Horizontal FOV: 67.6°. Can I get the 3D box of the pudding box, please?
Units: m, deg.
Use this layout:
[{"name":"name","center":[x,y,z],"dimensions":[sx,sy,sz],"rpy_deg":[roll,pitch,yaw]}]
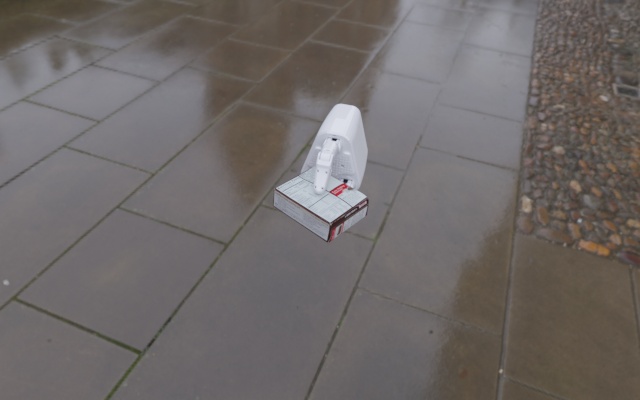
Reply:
[{"name":"pudding box","center":[0.000,0.002,0.697],"dimensions":[0.113,0.039,0.090],"rpy_deg":[31,45,30]}]
